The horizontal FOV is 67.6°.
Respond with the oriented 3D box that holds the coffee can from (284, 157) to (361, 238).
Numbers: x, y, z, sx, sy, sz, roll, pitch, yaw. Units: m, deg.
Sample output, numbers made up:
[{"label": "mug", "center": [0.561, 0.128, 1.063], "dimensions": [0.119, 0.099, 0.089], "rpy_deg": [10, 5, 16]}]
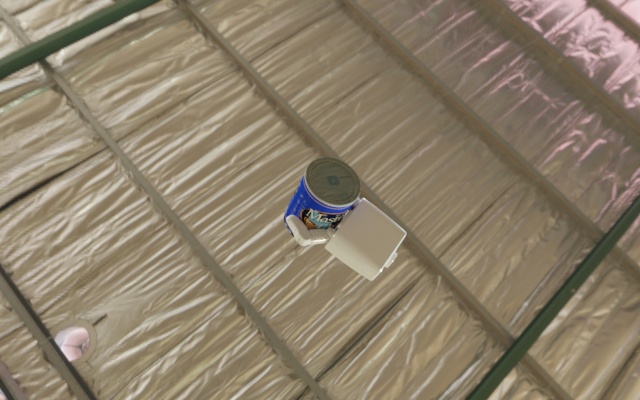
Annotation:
[{"label": "coffee can", "center": [0.000, 0.003, 0.876], "dimensions": [0.103, 0.102, 0.140], "rpy_deg": [0, -33, -23]}]
